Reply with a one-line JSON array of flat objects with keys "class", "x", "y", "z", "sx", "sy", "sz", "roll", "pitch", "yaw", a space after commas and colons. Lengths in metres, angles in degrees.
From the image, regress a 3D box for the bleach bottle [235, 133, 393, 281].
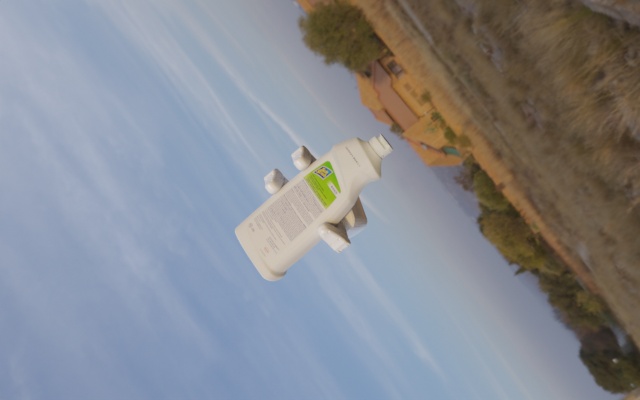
[{"class": "bleach bottle", "x": 0.000, "y": 0.002, "z": 0.677, "sx": 0.251, "sy": 0.102, "sz": 0.068, "roll": -39, "pitch": -13, "yaw": 13}]
